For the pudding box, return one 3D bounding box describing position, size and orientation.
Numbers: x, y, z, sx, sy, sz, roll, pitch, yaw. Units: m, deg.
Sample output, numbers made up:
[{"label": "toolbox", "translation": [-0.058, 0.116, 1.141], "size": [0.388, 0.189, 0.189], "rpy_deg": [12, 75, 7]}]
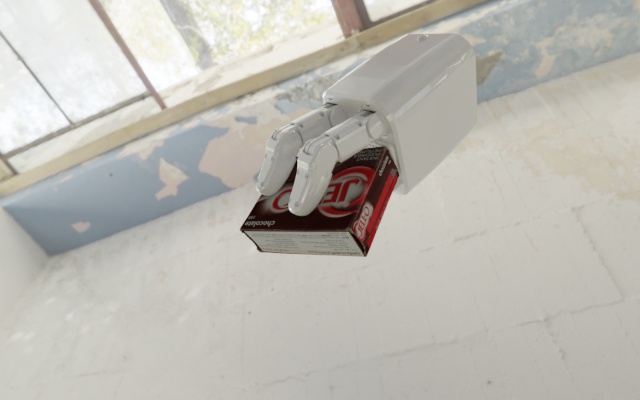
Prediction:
[{"label": "pudding box", "translation": [0.000, 0.001, 0.403], "size": [0.113, 0.090, 0.039], "rpy_deg": [-5, -47, 37]}]
